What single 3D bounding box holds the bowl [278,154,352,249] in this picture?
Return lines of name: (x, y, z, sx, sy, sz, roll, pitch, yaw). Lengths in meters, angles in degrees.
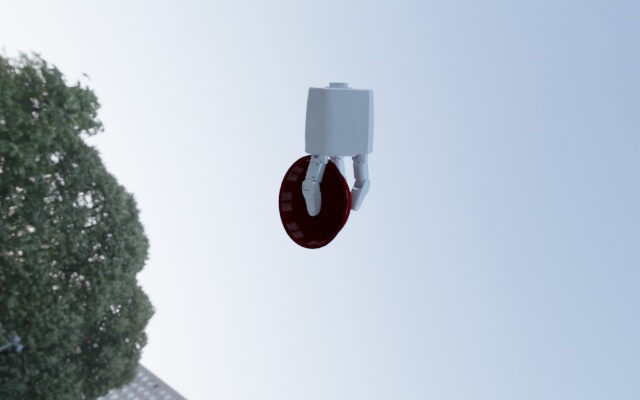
bowl: (0.000, 0.004, 0.825, 0.162, 0.162, 0.055, 0, -1, 42)
